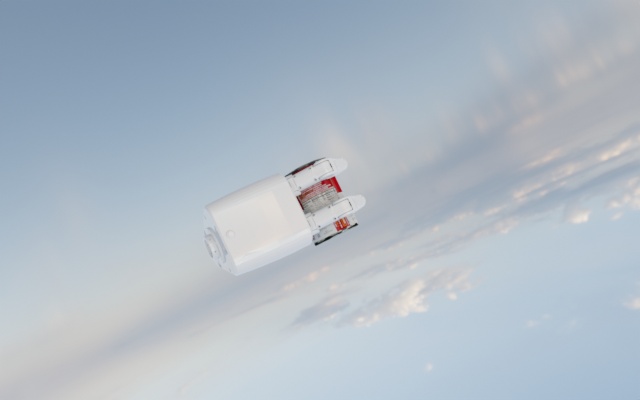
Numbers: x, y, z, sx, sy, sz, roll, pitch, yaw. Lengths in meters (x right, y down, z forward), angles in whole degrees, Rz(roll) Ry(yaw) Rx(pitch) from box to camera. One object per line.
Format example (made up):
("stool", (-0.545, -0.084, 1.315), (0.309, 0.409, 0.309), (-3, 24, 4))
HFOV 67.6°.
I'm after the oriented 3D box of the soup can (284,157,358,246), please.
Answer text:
("soup can", (0.001, 0.002, 0.647), (0.068, 0.102, 0.068), (-26, -5, -2))
